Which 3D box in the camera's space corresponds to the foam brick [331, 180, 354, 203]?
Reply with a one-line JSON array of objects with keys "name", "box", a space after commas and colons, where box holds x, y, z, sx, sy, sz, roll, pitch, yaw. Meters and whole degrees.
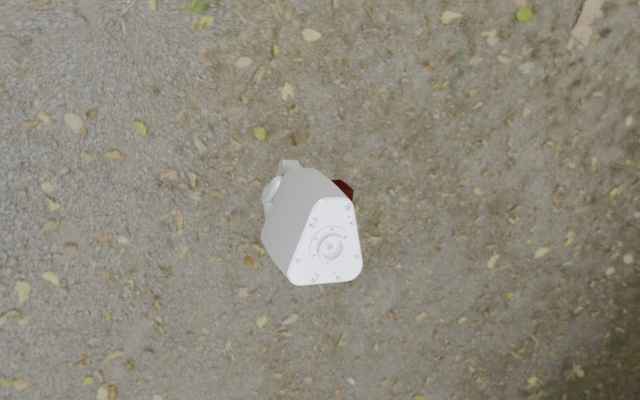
[{"name": "foam brick", "box": [0.000, 0.002, 0.662, 0.078, 0.053, 0.051, -2, 19, -22]}]
